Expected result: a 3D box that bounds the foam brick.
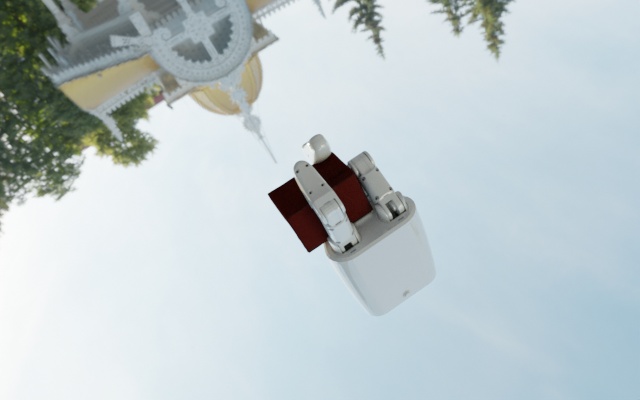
[{"bbox_3d":[0.000,0.002,0.460,0.078,0.051,0.053,-33,38,-5],"label":"foam brick"}]
